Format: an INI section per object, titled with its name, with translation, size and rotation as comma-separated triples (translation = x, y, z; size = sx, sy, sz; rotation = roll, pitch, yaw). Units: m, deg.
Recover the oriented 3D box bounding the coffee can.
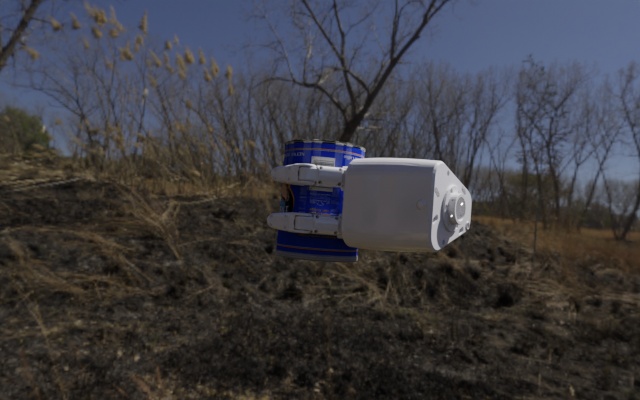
[coffee can]
translation = 0.000, 0.002, 0.598
size = 0.103, 0.140, 0.103
rotation = 5, -3, 0
